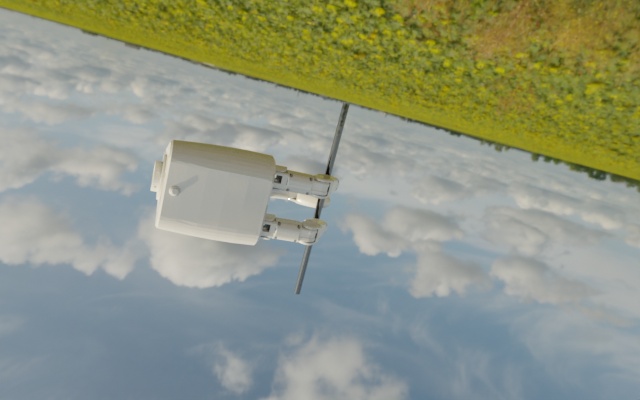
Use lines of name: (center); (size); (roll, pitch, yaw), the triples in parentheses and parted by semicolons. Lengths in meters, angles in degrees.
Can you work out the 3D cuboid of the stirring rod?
stirring rod: (0.000, 0.002, 0.572); (0.011, 0.239, 0.011); (14, 12, -3)
